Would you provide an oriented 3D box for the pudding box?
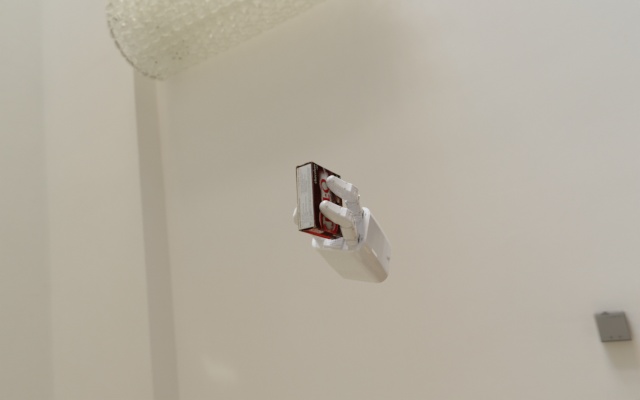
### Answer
[{"bbox_3d":[0.000,0.003,0.788,0.039,0.113,0.090,-16,-21,29],"label":"pudding box"}]
